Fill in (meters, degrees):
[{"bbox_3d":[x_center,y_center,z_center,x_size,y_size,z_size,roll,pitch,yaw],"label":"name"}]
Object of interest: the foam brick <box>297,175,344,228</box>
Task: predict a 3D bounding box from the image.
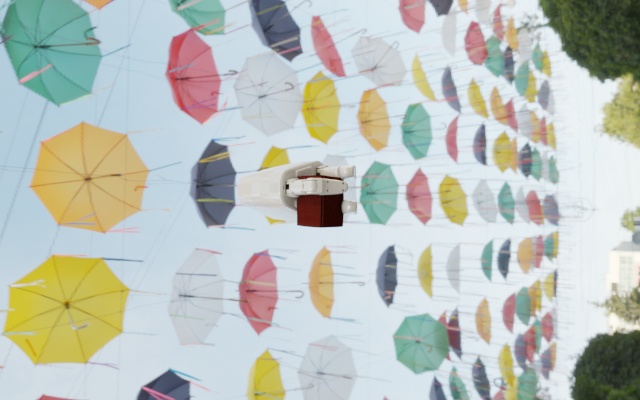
[{"bbox_3d":[0.000,0.003,0.725,0.051,0.078,0.053,-1,-4,40],"label":"foam brick"}]
